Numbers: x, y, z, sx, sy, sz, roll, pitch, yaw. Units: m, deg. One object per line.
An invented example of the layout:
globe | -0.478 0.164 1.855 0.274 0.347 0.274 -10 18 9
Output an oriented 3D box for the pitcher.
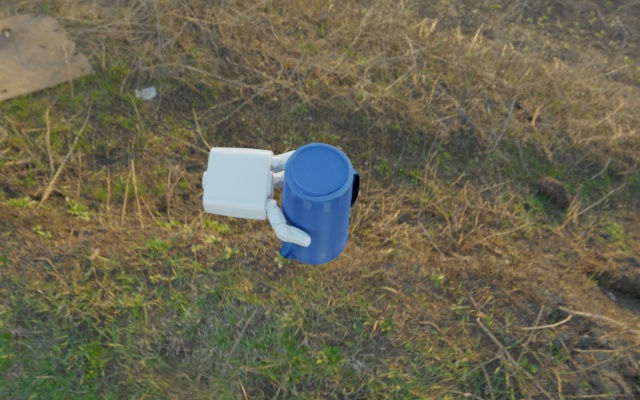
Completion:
pitcher | 0.000 0.003 0.838 0.145 0.149 0.243 5 -28 -1
